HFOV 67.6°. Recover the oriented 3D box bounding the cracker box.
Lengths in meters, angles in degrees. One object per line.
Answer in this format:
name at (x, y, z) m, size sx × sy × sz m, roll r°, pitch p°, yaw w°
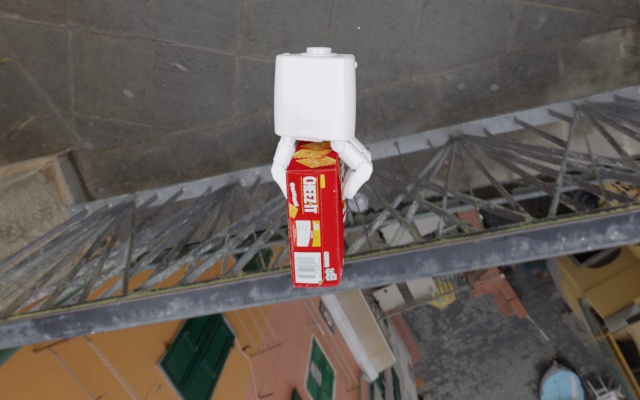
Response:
cracker box at (0.000, 0.002, 0.694) m, size 0.072 × 0.164 × 0.213 m, roll -1°, pitch 20°, yaw 5°
